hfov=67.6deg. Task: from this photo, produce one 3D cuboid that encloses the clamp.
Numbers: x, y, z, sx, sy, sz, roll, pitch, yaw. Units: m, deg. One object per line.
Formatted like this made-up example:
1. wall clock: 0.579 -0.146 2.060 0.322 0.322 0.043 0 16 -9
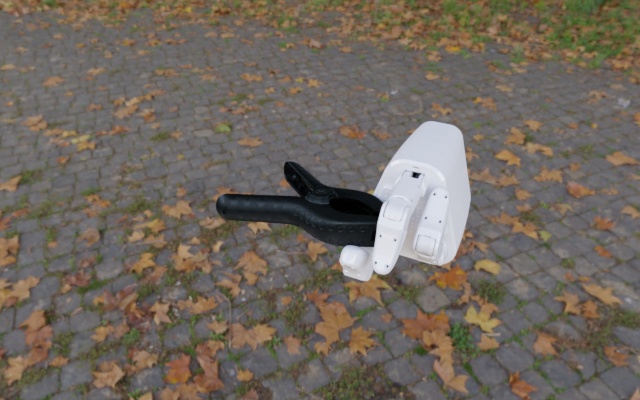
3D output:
1. clamp: 0.000 0.001 0.463 0.171 0.039 0.120 15 36 19
